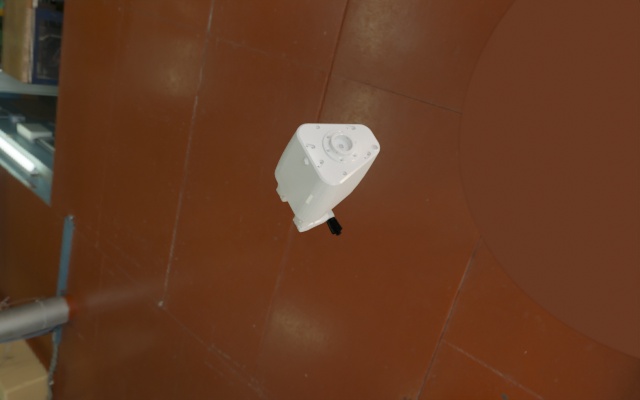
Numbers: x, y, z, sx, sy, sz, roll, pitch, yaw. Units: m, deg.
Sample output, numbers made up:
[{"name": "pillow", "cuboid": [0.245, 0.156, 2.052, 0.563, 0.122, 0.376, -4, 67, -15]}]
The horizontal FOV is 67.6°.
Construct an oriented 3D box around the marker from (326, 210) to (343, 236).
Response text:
[{"name": "marker", "cuboid": [0.000, 0.003, 0.759, 0.020, 0.121, 0.020, -28, -16, -8]}]
